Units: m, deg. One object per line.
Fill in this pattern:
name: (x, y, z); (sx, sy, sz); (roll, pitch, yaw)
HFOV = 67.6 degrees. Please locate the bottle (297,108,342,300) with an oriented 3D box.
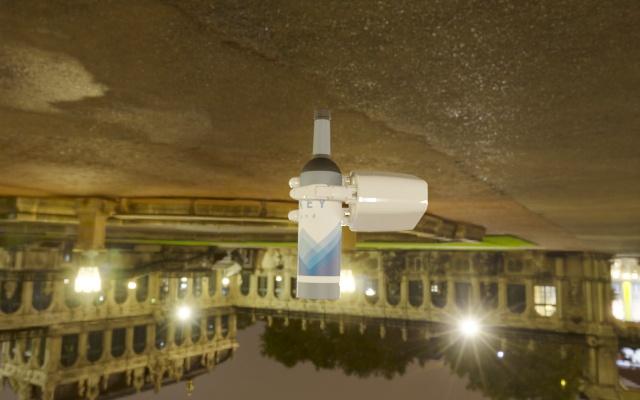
bottle: (0.000, 0.003, 0.746); (0.069, 0.295, 0.069); (1, -7, 0)
